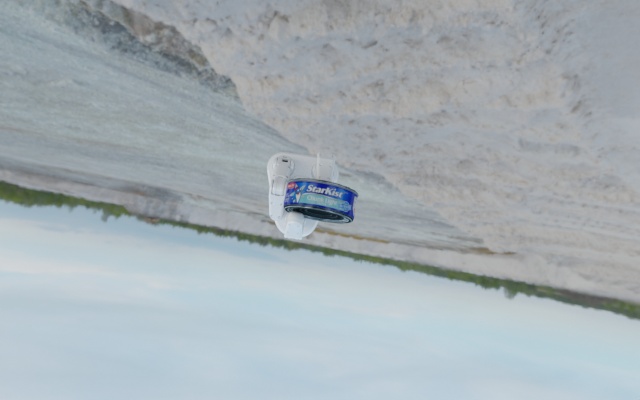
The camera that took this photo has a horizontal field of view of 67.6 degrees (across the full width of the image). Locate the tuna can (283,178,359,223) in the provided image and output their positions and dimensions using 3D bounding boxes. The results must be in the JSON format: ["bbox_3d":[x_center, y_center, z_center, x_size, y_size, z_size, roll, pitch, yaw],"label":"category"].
[{"bbox_3d":[0.000,0.002,0.564,0.086,0.033,0.086,10,-11,2],"label":"tuna can"}]
